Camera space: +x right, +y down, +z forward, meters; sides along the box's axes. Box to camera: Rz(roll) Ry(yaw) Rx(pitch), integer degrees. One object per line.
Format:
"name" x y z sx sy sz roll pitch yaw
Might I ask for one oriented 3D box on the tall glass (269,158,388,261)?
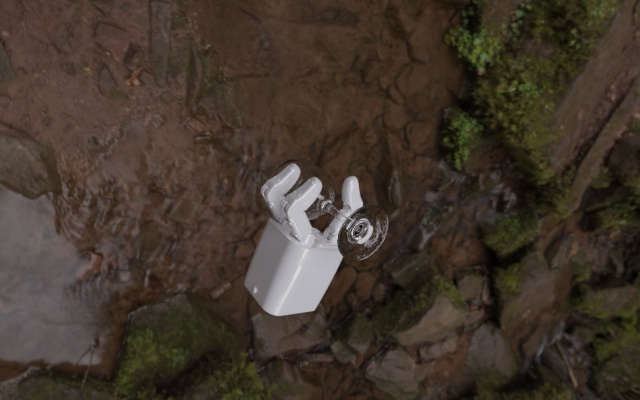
"tall glass" 0.001 0.002 0.647 0.079 0.079 0.201 0 23 -34
